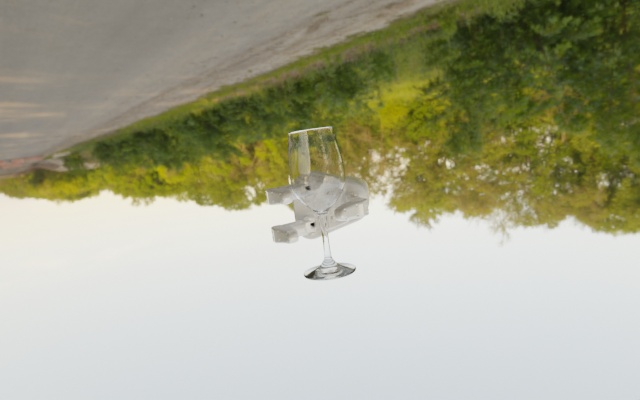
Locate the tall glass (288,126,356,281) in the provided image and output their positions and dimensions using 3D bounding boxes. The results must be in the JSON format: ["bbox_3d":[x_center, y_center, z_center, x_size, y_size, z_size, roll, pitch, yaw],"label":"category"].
[{"bbox_3d":[0.000,0.003,0.655,0.079,0.201,0.079,-7,8,1],"label":"tall glass"}]
